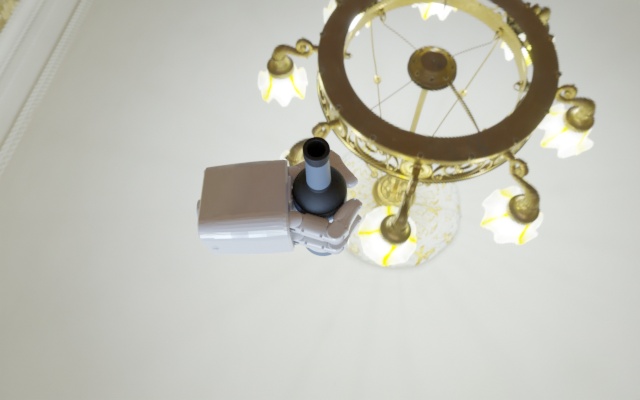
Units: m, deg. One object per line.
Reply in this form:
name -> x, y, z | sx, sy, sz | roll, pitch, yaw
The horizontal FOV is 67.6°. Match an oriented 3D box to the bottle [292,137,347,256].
bottle -> 0.000, 0.002, 0.605 | 0.069, 0.069, 0.296 | 0, -21, 2
